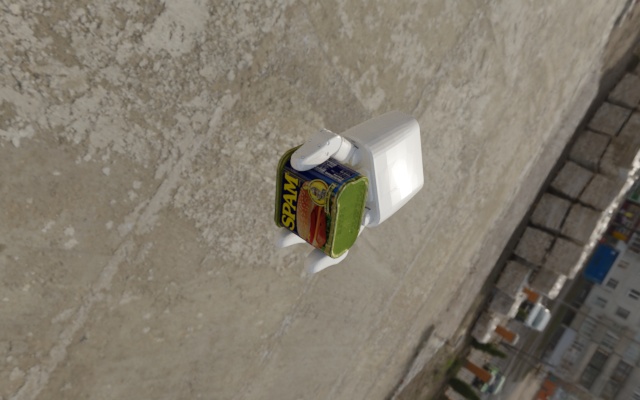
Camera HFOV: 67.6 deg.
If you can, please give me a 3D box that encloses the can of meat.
[{"bbox_3d":[0.000,0.002,0.517,0.084,0.102,0.057,30,40,31],"label":"can of meat"}]
